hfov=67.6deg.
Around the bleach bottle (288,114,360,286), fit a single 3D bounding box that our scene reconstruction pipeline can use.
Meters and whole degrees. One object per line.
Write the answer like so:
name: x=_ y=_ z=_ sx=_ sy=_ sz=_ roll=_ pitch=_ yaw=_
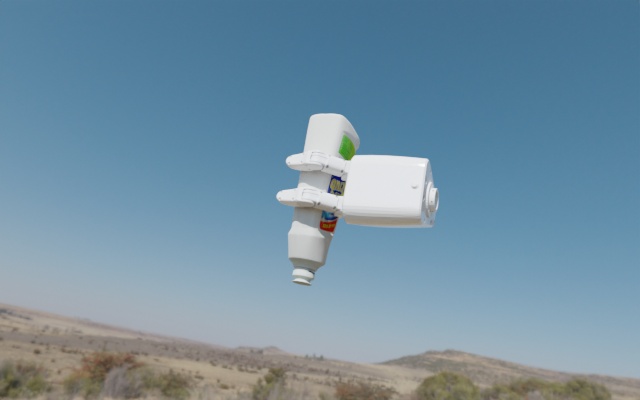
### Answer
bleach bottle: x=0.000 y=0.002 z=0.711 sx=0.068 sy=0.250 sz=0.103 roll=3 pitch=-20 yaw=22
